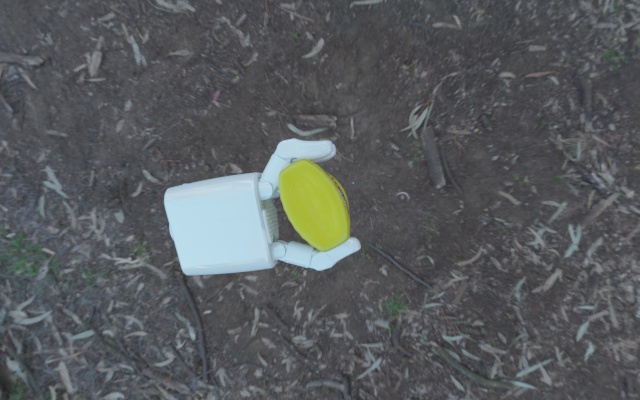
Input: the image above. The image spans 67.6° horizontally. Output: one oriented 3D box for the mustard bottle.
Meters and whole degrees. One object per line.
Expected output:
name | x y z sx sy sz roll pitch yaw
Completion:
mustard bottle | 0.000 0.002 0.565 0.058 0.096 0.191 -31 0 5
